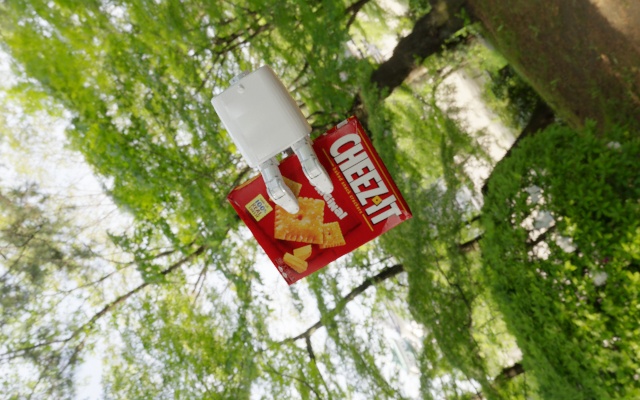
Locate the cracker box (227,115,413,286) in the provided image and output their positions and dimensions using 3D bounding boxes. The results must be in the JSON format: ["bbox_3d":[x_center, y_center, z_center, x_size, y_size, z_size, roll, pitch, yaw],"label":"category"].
[{"bbox_3d":[0.000,0.002,0.694,0.214,0.164,0.072,-30,12,9],"label":"cracker box"}]
